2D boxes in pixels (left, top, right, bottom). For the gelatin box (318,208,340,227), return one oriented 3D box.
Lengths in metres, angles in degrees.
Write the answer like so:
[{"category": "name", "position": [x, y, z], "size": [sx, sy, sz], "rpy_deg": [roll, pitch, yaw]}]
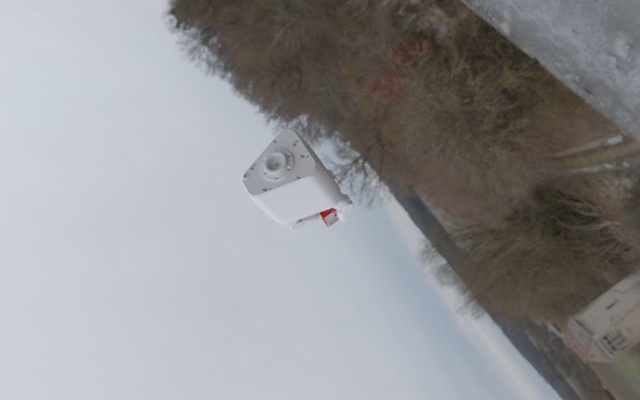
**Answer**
[{"category": "gelatin box", "position": [0.000, 0.003, 0.829], "size": [0.030, 0.073, 0.089], "rpy_deg": [-34, -15, -2]}]
